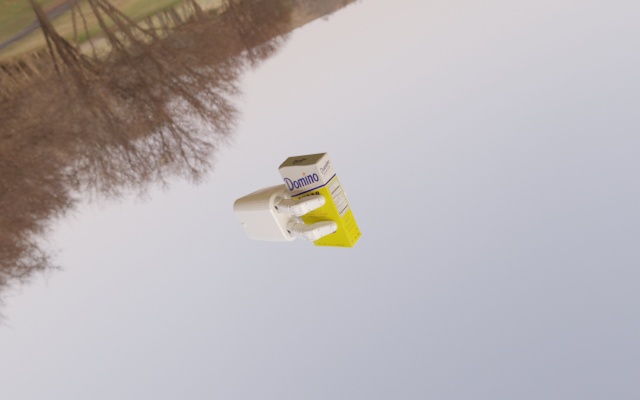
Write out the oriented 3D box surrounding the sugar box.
[{"bbox_3d":[0.000,0.003,0.852,0.093,0.176,0.048,-3,35,40],"label":"sugar box"}]
